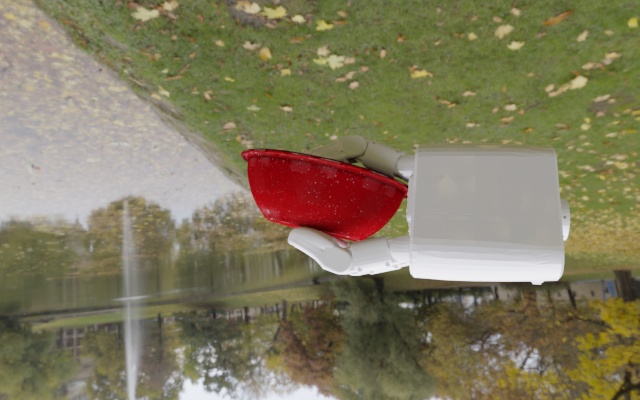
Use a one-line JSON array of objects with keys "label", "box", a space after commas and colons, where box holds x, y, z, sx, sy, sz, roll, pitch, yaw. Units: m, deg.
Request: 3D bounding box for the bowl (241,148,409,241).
[{"label": "bowl", "box": [-0.001, 0.002, 0.440, 0.162, 0.055, 0.162, 13, -5, 1]}]
